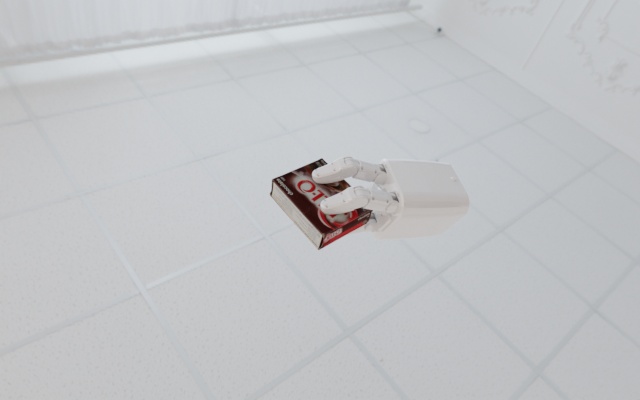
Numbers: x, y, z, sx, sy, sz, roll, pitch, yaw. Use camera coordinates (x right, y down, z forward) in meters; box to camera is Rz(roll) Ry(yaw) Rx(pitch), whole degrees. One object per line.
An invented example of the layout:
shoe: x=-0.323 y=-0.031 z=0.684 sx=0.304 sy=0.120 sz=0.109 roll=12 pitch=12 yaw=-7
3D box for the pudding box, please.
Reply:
pudding box: x=0.000 y=0.002 z=0.643 sx=0.090 sy=0.039 sz=0.113 roll=-26 pitch=57 yaw=-34
